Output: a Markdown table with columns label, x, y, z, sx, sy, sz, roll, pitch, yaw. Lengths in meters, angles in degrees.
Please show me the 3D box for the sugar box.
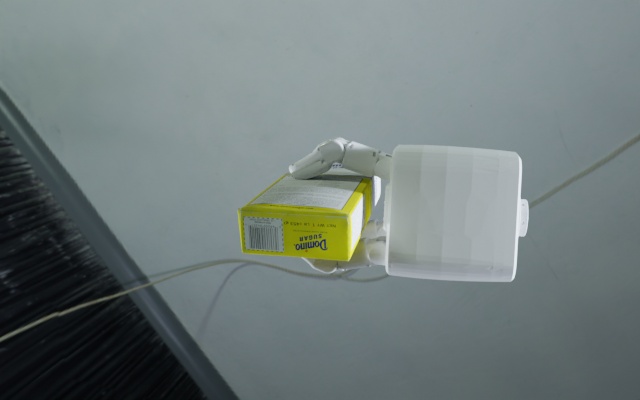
| label | x | y | z | sx | sy | sz | roll | pitch | yaw |
| --- | --- | --- | --- | --- | --- | --- | --- | --- | --- |
| sugar box | 0.000 | 0.002 | 0.452 | 0.093 | 0.048 | 0.176 | 3 | 15 | 15 |
